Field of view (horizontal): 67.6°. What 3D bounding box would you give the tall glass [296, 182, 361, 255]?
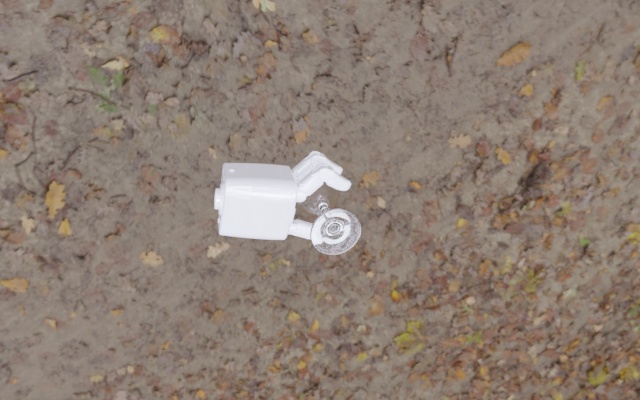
[{"bbox_3d":[0.000,0.003,0.761,0.079,0.079,0.201,0,25,-14],"label":"tall glass"}]
